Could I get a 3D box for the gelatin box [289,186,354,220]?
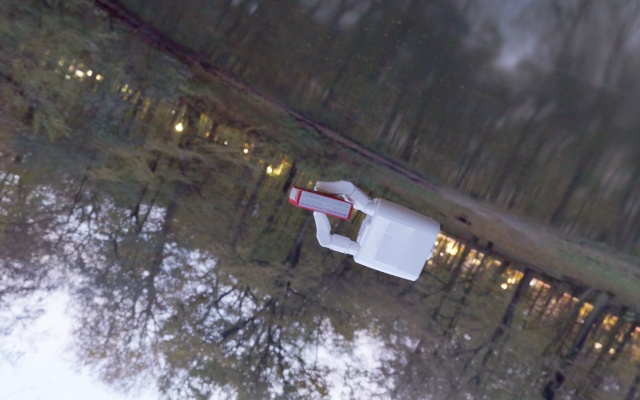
[{"bbox_3d":[0.000,0.003,0.759,0.089,0.030,0.073,14,3,-14],"label":"gelatin box"}]
